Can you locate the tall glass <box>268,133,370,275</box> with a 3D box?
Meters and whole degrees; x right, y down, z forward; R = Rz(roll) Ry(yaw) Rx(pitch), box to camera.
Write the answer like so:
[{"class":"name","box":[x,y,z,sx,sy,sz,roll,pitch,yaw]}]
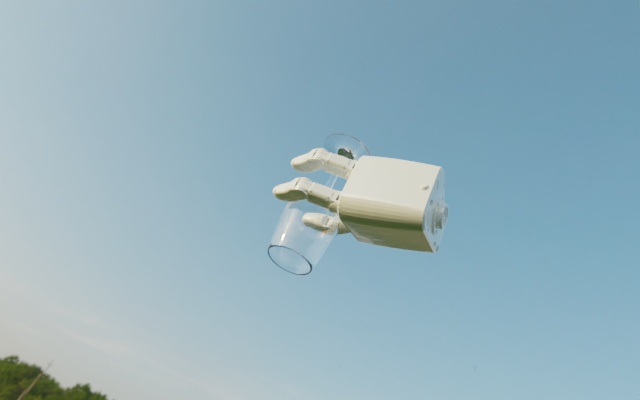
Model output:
[{"class":"tall glass","box":[0.000,0.002,0.650,0.079,0.201,0.079,19,-34,14]}]
